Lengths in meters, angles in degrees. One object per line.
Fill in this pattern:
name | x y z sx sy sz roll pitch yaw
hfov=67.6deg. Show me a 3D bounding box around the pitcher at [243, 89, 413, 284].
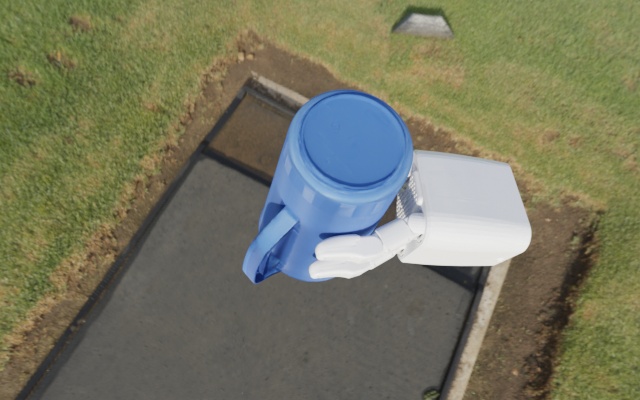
pitcher | 0.000 0.002 0.495 0.145 0.149 0.243 7 -23 -7
